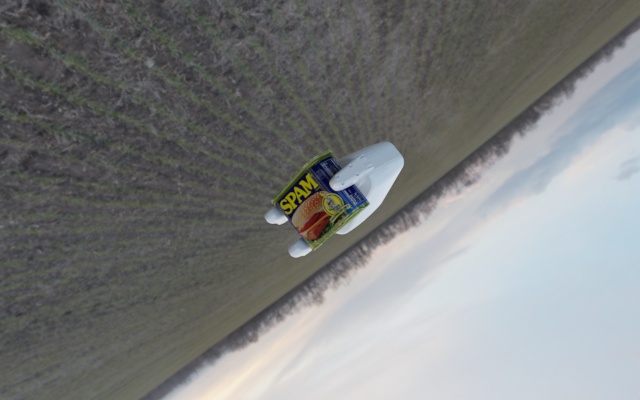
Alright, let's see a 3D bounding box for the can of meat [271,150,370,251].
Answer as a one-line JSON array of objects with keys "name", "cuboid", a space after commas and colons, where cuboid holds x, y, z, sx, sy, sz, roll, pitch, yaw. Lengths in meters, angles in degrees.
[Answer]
[{"name": "can of meat", "cuboid": [0.000, 0.002, 0.598, 0.102, 0.084, 0.057, -44, -8, 37]}]
